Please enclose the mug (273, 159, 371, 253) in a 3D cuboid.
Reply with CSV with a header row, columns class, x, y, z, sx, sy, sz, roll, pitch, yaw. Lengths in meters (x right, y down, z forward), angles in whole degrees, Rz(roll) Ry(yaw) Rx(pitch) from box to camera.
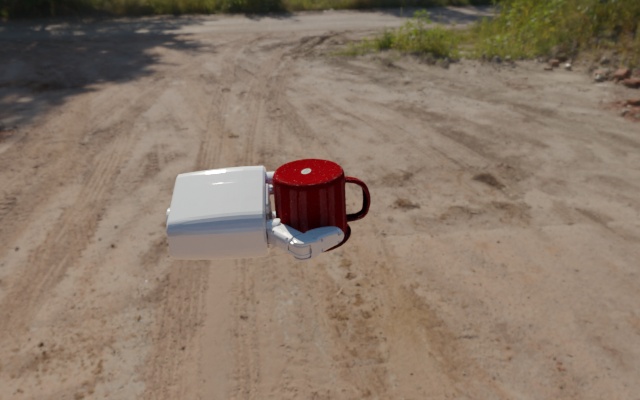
class,x,y,z,sx,sy,sz,roll,pitch,yaw
mug,0.002,0.002,0.550,0.117,0.081,0.093,-5,26,-3
